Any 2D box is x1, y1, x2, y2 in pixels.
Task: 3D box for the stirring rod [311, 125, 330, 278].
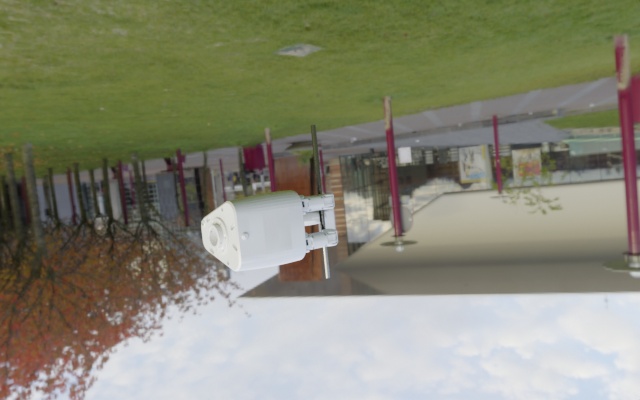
[{"bbox_3d":[0.000,0.002,0.748,0.011,0.239,0.011,-6,3,0],"label":"stirring rod"}]
